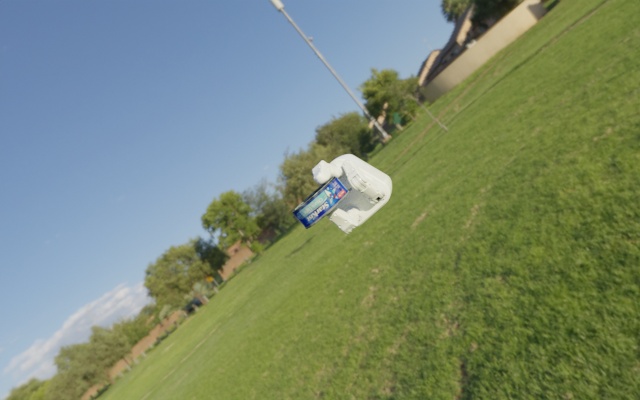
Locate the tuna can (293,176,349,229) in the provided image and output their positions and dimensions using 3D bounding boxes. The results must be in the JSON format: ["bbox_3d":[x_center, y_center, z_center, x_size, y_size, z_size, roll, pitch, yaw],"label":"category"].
[{"bbox_3d":[0.000,0.002,0.711,0.086,0.034,0.086,-40,4,3],"label":"tuna can"}]
